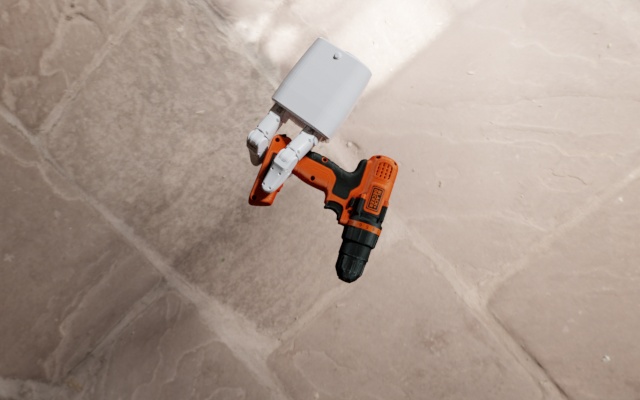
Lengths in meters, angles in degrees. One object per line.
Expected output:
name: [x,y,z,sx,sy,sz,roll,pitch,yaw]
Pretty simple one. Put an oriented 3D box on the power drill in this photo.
power drill: [0.000,0.002,0.660,0.187,0.184,0.057,21,-11,-6]
